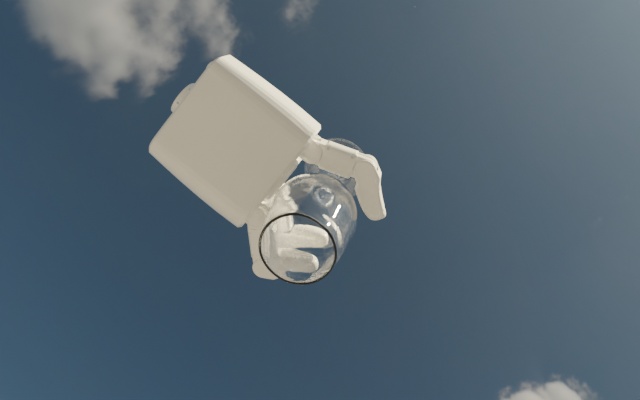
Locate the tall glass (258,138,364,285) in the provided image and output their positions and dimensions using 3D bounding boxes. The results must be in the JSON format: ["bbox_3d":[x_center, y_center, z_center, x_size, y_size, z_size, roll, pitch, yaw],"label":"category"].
[{"bbox_3d":[0.000,0.001,0.454,0.079,0.079,0.201,0,22,11],"label":"tall glass"}]
